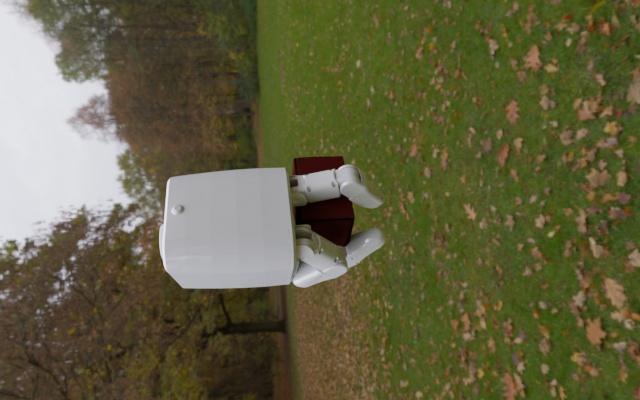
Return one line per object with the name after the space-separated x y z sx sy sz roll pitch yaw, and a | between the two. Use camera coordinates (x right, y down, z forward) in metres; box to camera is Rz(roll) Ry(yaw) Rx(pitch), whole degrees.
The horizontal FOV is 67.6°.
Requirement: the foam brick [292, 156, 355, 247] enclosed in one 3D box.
0.000 0.001 0.470 0.051 0.078 0.053 -3 -36 -7 | foam brick
